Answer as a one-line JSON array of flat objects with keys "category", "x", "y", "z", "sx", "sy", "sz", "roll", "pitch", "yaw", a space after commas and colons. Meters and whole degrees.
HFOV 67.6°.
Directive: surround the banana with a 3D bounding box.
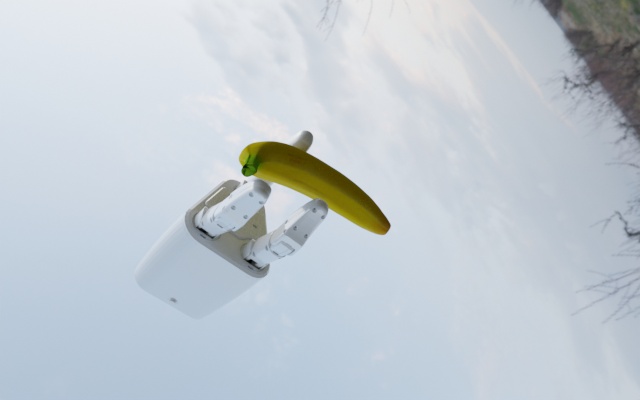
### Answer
[{"category": "banana", "x": -0.008, "y": -0.014, "z": 0.452, "sx": 0.198, "sy": 0.069, "sz": 0.037, "roll": 22, "pitch": -53, "yaw": -43}]
